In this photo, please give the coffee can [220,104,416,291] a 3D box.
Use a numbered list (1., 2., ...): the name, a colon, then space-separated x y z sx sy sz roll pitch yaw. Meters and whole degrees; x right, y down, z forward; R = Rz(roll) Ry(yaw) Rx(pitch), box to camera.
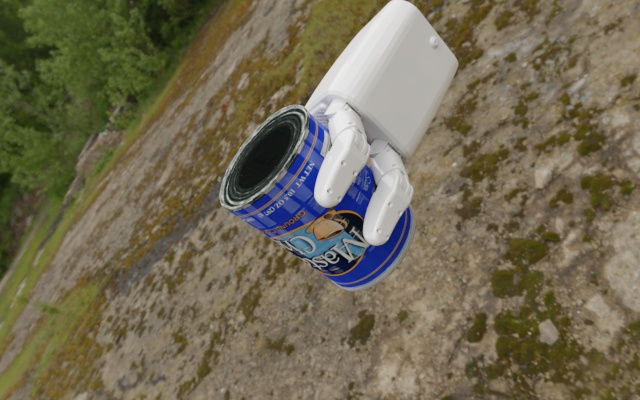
1. coffee can: 0.000 0.002 0.414 0.140 0.102 0.103 38 -22 -30
